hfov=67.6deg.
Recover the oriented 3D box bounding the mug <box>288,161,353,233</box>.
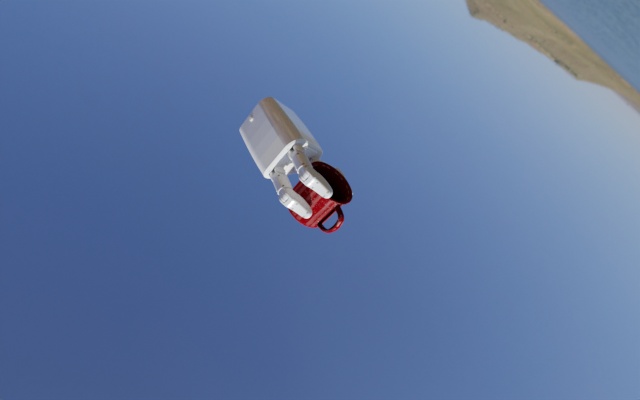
[{"bbox_3d":[0.001,0.004,0.821,0.093,0.117,0.081,-3,-35,-49],"label":"mug"}]
